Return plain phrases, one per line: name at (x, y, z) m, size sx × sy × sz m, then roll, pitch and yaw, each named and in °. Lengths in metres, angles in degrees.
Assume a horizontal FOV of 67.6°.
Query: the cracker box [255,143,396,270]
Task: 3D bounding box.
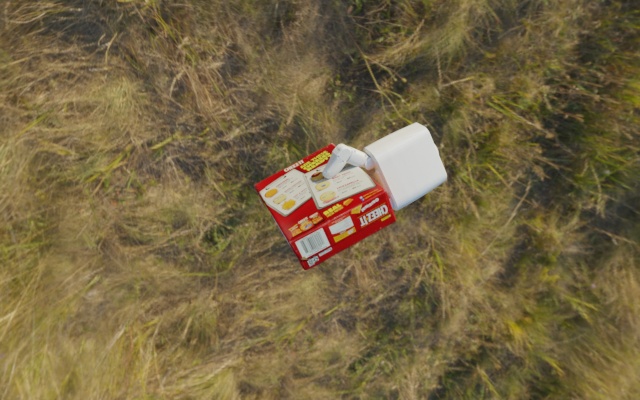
cracker box at (0.000, 0.003, 0.790) m, size 0.164 × 0.072 × 0.213 m, roll -29°, pitch 32°, yaw -7°
